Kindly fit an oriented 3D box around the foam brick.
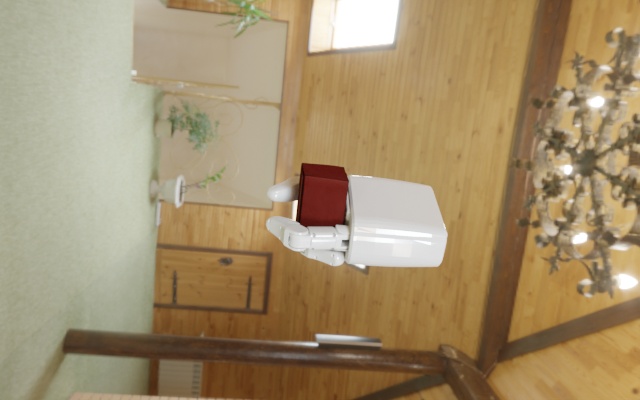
[{"bbox_3d":[0.000,0.002,0.541,0.051,0.078,0.053,5,21,-5],"label":"foam brick"}]
